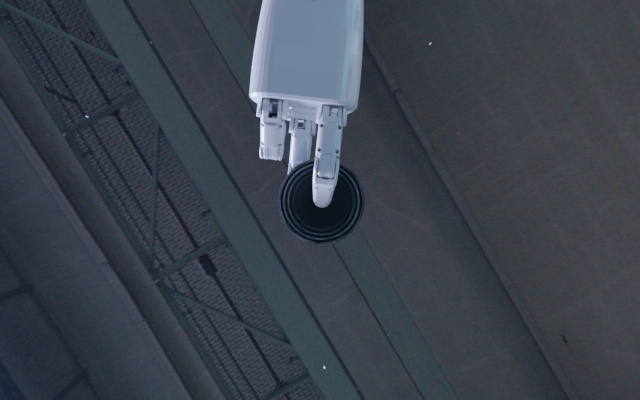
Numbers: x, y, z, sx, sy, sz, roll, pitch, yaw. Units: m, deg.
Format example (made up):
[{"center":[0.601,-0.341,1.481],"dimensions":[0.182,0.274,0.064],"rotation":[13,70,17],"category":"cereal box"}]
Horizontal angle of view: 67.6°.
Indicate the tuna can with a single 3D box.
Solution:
[{"center":[0.000,0.002,0.488],"dimensions":[0.086,0.086,0.034],"rotation":[0,-4,-5],"category":"tuna can"}]
